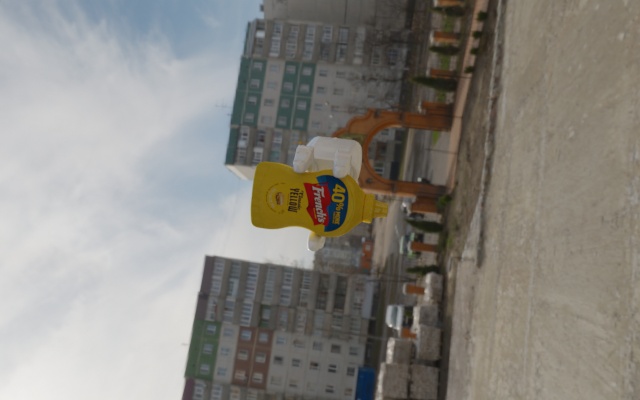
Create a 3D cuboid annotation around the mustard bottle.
[{"bbox_3d":[0.000,0.002,0.680,0.191,0.096,0.058,7,4,7],"label":"mustard bottle"}]
